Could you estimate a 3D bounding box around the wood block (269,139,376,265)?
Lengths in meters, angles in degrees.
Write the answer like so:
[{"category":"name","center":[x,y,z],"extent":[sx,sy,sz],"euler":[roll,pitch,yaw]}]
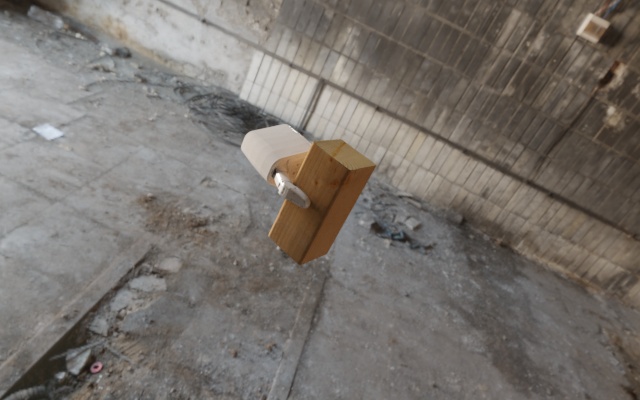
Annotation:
[{"category":"wood block","center":[0.000,0.002,0.854],"extent":[0.090,0.206,0.091],"euler":[40,29,24]}]
